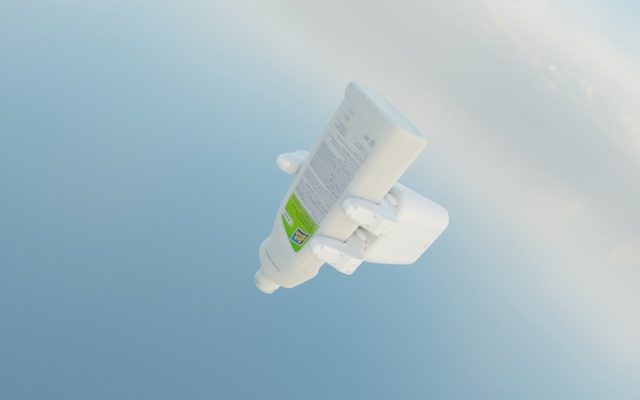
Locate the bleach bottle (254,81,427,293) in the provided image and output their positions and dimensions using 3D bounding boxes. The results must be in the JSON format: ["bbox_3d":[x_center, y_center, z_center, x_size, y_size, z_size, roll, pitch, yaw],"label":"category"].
[{"bbox_3d":[0.000,0.002,0.524,0.068,0.251,0.102,14,32,-45],"label":"bleach bottle"}]
